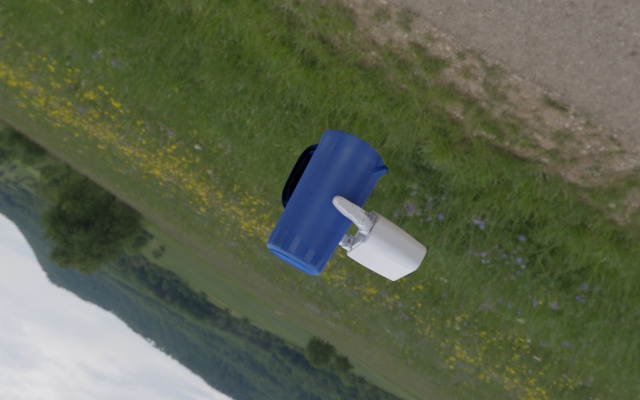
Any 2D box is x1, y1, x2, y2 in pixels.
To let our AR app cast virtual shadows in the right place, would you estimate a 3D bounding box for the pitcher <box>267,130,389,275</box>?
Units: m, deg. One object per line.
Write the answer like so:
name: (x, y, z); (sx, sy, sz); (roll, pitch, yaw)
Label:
pitcher: (0.000, 0.003, 0.861); (0.145, 0.242, 0.149); (32, -14, -7)
